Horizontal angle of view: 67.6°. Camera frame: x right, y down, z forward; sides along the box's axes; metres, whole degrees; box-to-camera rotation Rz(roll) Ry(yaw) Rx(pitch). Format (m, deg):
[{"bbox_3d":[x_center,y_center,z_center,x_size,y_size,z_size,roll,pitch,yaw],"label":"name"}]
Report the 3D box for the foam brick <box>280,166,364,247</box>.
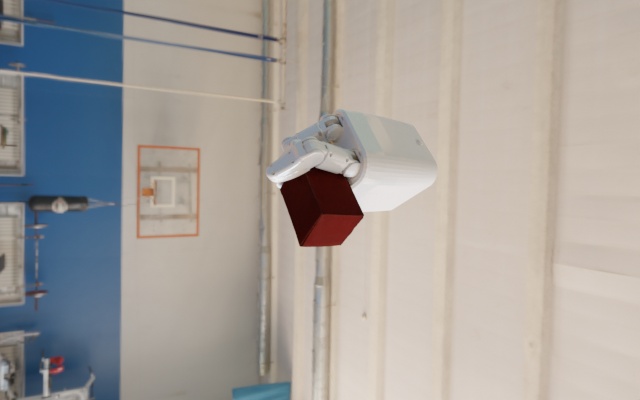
[{"bbox_3d":[0.000,0.002,0.488,0.051,0.078,0.053,5,-42,-33],"label":"foam brick"}]
